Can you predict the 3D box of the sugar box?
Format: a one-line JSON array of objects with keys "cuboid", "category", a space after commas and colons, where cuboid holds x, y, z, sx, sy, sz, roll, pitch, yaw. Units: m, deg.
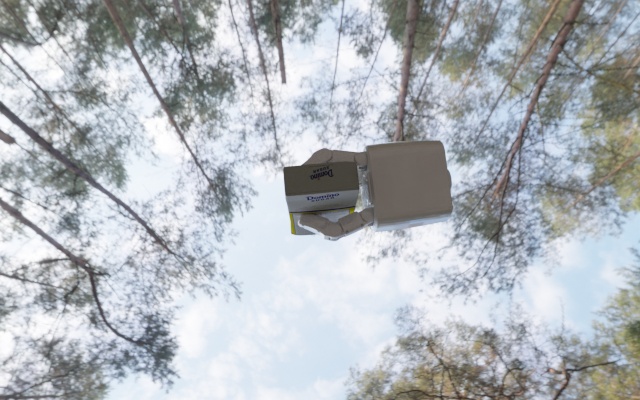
[{"cuboid": [0.000, 0.002, 0.658, 0.093, 0.048, 0.176, -5, -22, -3], "category": "sugar box"}]
